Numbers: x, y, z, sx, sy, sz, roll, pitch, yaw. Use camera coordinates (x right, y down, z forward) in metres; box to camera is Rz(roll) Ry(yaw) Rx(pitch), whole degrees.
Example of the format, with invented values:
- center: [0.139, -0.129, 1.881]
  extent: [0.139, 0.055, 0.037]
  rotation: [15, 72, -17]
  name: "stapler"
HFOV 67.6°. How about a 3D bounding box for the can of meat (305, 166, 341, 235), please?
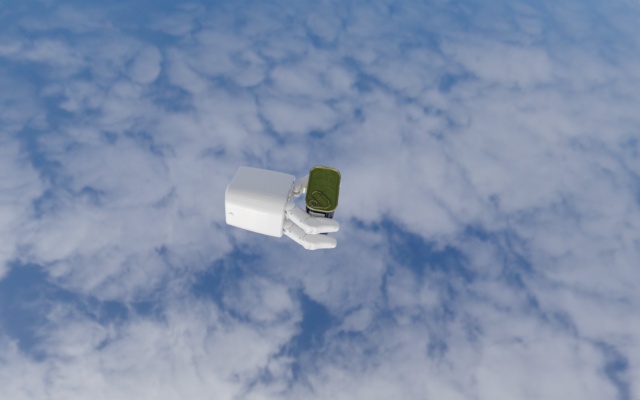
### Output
- center: [0.000, 0.003, 0.871]
  extent: [0.057, 0.102, 0.084]
  rotation: [9, -39, -2]
  name: "can of meat"
